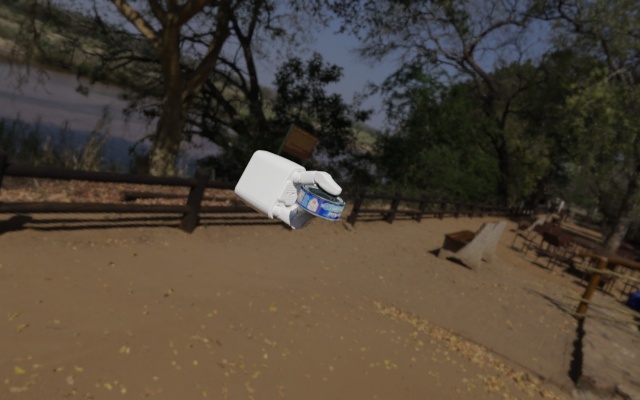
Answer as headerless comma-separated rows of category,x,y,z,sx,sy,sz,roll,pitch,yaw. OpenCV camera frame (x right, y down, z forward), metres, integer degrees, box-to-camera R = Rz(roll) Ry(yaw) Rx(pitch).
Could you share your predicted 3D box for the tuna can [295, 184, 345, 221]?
tuna can,0.000,0.002,0.854,0.086,0.034,0.086,22,12,-5
